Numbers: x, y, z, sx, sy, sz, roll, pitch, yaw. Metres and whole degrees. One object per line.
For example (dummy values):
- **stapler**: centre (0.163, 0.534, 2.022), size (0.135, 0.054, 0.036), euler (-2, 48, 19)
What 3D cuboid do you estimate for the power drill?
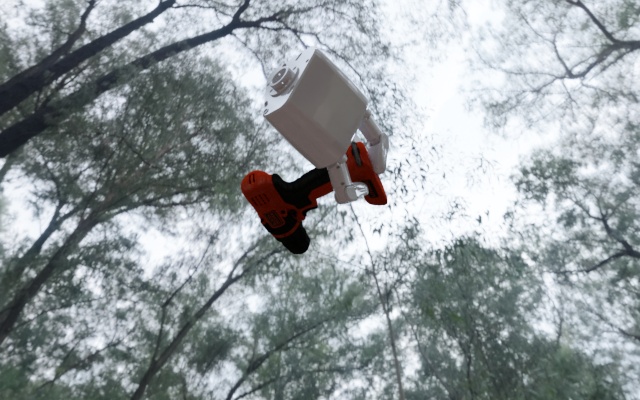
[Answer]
- **power drill**: centre (0.000, 0.002, 0.708), size (0.187, 0.057, 0.185), euler (-22, -42, 9)
